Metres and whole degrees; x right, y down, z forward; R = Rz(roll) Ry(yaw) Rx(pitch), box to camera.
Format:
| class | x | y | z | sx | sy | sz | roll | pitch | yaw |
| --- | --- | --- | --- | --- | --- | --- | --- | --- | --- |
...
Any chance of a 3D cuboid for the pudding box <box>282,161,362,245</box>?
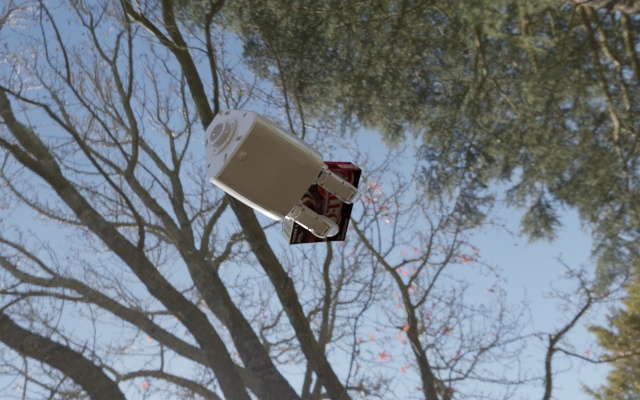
| class | x | y | z | sx | sy | sz | roll | pitch | yaw |
| --- | --- | --- | --- | --- | --- | --- | --- | --- | --- |
| pudding box | 0.000 | 0.002 | 0.652 | 0.090 | 0.113 | 0.039 | -1 | 28 | -29 |
